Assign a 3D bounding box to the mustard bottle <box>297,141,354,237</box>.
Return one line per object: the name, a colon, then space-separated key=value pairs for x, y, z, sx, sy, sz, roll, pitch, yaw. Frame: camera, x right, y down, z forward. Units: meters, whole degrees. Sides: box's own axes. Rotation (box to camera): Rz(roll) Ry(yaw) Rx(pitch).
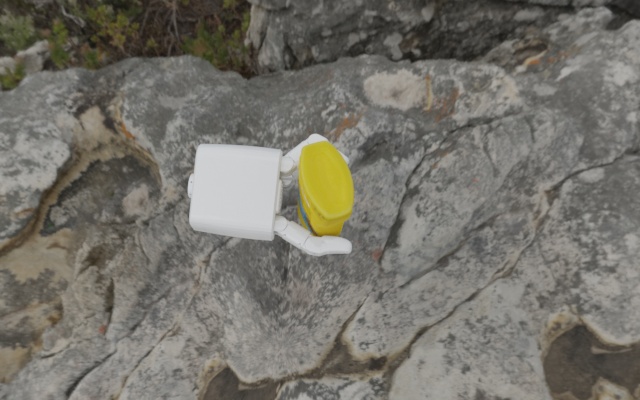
mustard bottle: x=0.000 y=0.002 z=0.626 sx=0.058 sy=0.096 sz=0.192 roll=-18 pitch=-15 yaw=-10
